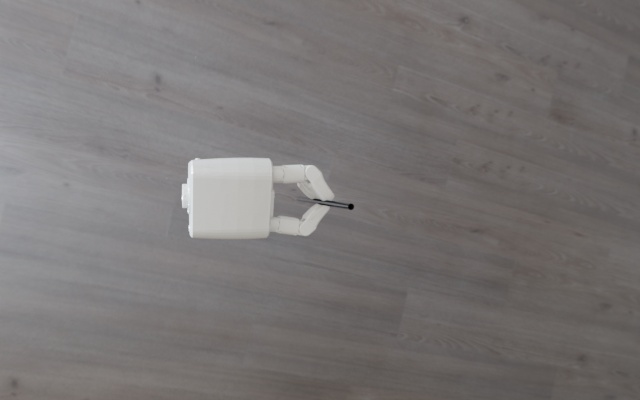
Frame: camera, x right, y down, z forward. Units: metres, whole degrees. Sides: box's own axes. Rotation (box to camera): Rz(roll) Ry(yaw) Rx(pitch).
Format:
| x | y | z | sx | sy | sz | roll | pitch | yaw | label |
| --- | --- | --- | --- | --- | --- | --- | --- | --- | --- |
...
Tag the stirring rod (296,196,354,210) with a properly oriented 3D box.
| x | y | z | sx | sy | sz | roll | pitch | yaw | label |
| --- | --- | --- | --- | --- | --- | --- | --- | --- | --- |
| 0.000 | 0.002 | 0.690 | 0.011 | 0.011 | 0.239 | 0 | 3 | -18 | stirring rod |
